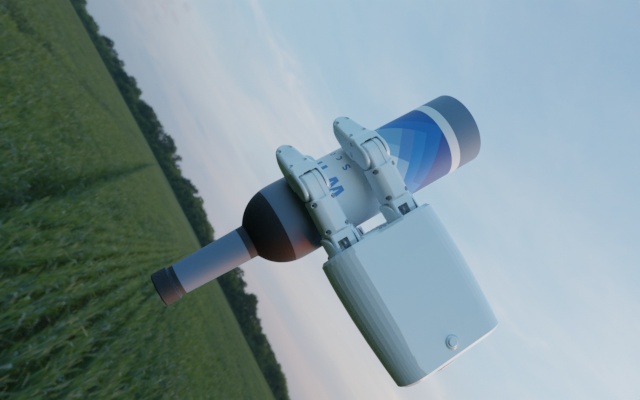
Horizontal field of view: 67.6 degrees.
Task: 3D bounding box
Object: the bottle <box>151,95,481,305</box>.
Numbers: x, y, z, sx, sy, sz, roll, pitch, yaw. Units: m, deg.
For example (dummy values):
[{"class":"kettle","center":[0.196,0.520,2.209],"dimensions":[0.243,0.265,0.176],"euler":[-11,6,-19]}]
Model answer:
[{"class":"bottle","center":[0.000,0.001,0.405],"dimensions":[0.295,0.069,0.069],"euler":[-29,8,-15]}]
